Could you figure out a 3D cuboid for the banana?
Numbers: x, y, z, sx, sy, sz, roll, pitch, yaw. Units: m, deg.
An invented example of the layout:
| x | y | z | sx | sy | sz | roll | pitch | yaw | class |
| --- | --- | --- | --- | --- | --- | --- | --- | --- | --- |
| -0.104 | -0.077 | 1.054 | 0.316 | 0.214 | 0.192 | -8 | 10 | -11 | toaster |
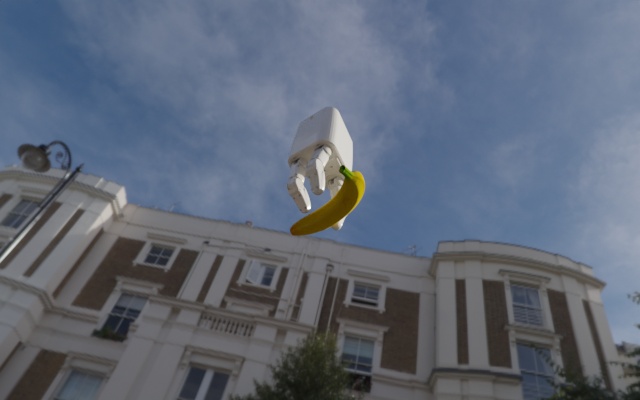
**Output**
| x | y | z | sx | sy | sz | roll | pitch | yaw | class |
| --- | --- | --- | --- | --- | --- | --- | --- | --- | --- |
| 0.018 | 0.006 | 0.764 | 0.069 | 0.037 | 0.198 | 18 | -41 | -18 | banana |
